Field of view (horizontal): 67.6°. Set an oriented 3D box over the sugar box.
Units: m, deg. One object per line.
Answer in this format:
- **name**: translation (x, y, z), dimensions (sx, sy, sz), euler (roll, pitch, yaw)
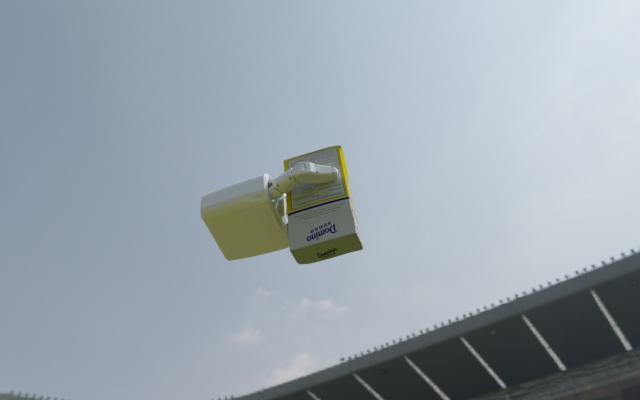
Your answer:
- **sugar box**: translation (0.000, 0.003, 0.680), dimensions (0.093, 0.176, 0.048), euler (-15, -41, 9)
